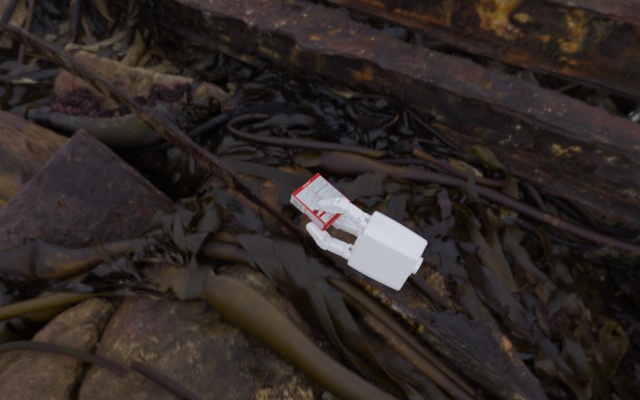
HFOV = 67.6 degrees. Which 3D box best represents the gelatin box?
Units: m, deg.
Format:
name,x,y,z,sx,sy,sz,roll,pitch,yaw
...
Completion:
name,x,y,z,sx,sy,sz,roll,pitch,yaw
gelatin box,0.000,0.002,0.890,0.073,0.089,0.030,-41,-15,-28
